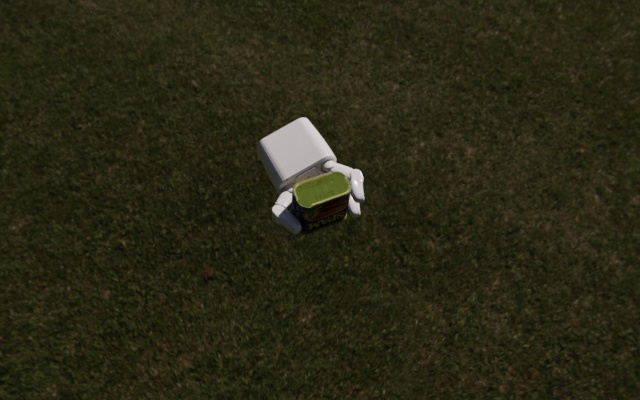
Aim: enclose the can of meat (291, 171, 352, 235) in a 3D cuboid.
[{"bbox_3d":[0.000,0.003,0.803,0.102,0.057,0.084,-20,-30,-17],"label":"can of meat"}]
